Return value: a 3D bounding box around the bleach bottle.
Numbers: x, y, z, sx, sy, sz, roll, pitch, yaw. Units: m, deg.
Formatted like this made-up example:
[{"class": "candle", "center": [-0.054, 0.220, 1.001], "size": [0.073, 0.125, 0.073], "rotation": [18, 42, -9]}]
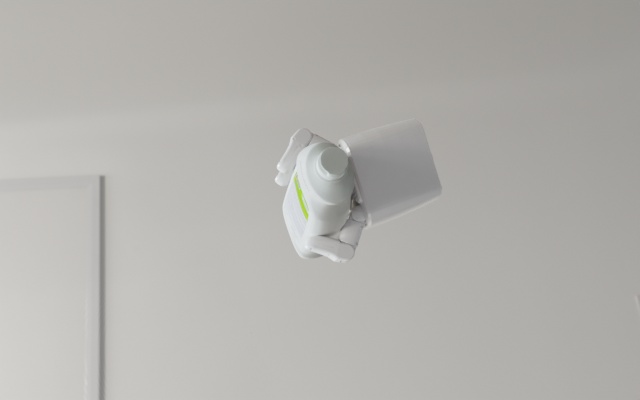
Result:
[{"class": "bleach bottle", "center": [0.000, 0.002, 0.579], "size": [0.068, 0.102, 0.251], "rotation": [-20, -12, -12]}]
